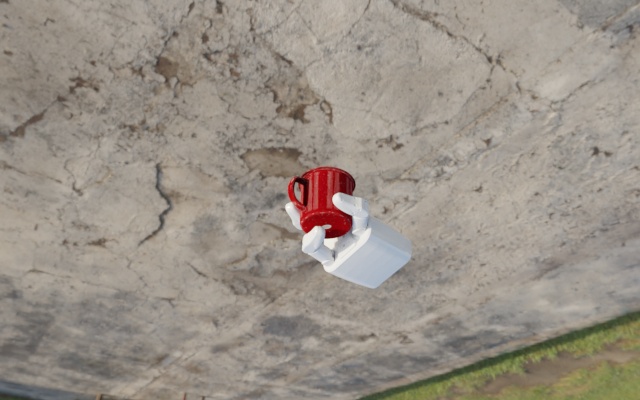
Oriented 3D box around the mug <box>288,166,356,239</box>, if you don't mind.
[{"bbox_3d":[-0.001,0.002,0.740,0.117,0.081,0.093,26,-43,-30],"label":"mug"}]
